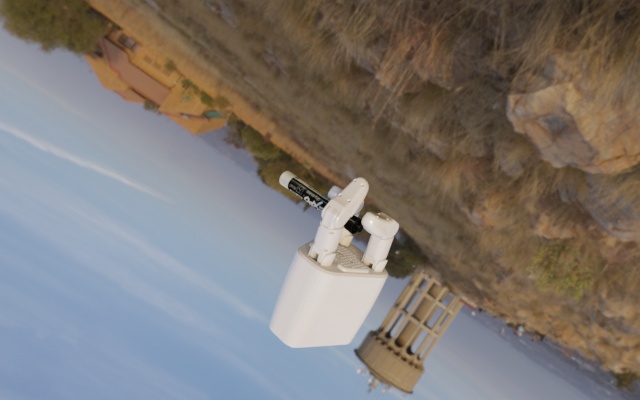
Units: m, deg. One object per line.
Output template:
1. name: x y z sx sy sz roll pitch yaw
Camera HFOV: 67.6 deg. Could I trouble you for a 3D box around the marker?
1. marker: 0.000 0.002 0.533 0.121 0.020 0.020 34 20 32
